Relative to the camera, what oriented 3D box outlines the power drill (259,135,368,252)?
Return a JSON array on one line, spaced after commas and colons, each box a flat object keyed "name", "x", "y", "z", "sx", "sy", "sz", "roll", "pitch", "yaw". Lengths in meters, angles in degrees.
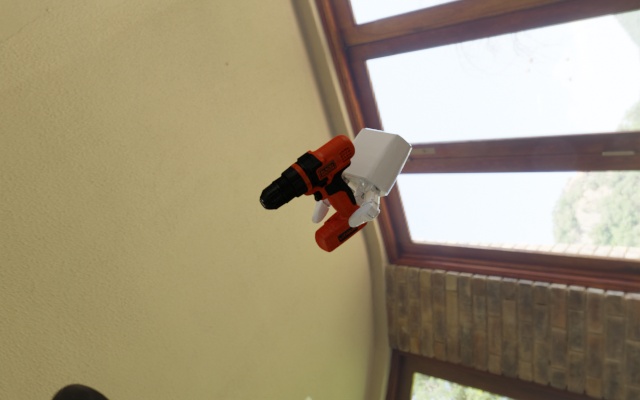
[{"name": "power drill", "x": 0.000, "y": 0.003, "z": 0.827, "sx": 0.184, "sy": 0.188, "sz": 0.057, "roll": -35, "pitch": 42, "yaw": -13}]
